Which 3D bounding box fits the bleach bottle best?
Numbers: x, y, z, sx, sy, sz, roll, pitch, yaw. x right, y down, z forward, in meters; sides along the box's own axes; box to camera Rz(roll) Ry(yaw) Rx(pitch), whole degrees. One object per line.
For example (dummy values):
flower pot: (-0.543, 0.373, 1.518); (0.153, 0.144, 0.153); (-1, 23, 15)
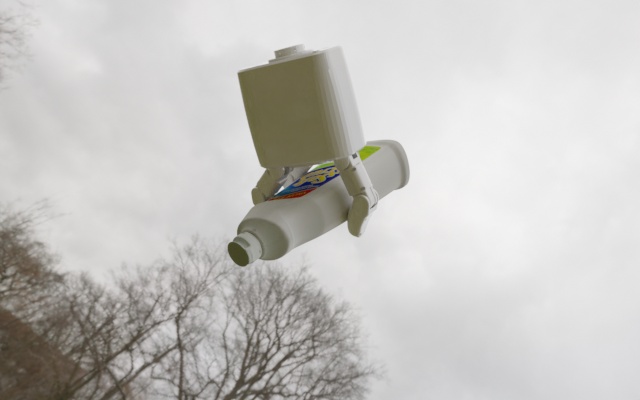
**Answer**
bleach bottle: (0.000, 0.002, 0.544); (0.102, 0.068, 0.250); (0, 24, 40)
